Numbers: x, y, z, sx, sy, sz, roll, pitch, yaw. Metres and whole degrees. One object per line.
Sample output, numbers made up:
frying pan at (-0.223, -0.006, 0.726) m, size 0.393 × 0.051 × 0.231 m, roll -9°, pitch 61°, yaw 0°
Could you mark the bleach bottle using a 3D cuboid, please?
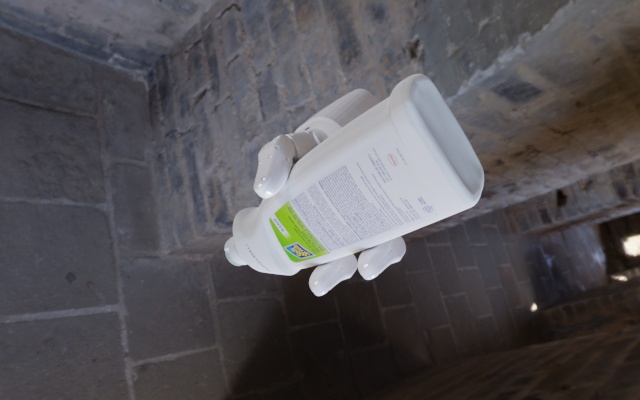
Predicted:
bleach bottle at (0.000, 0.001, 0.404) m, size 0.251 × 0.102 × 0.068 m, roll -26°, pitch 15°, yaw 37°
